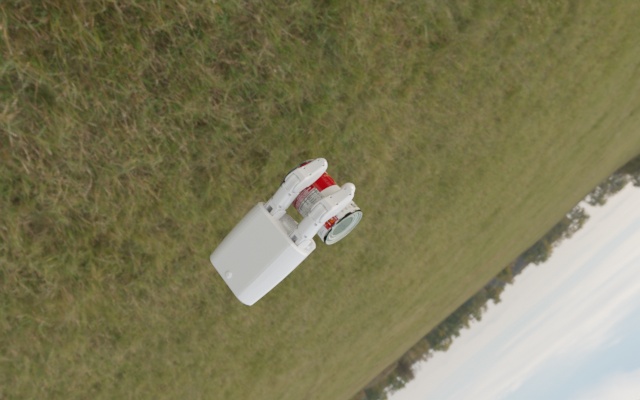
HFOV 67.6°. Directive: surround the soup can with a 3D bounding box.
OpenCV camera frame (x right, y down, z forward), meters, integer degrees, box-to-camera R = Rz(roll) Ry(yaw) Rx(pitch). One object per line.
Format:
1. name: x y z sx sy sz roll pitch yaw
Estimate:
1. soup can: 0.001 0.002 0.658 0.102 0.068 0.068 48 22 21
